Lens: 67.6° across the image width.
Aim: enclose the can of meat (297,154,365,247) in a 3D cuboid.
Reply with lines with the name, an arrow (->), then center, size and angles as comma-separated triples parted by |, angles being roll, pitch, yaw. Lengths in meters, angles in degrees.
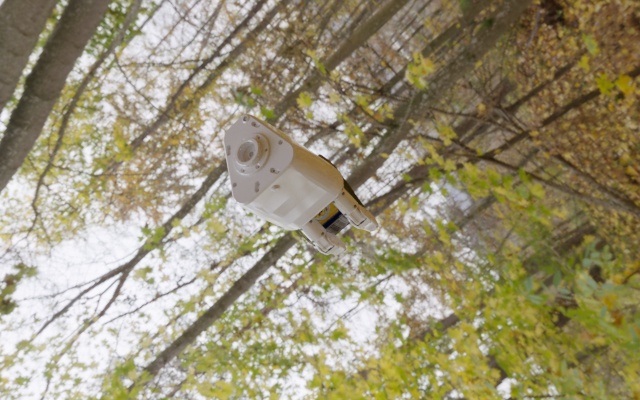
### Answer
can of meat -> 0.000, 0.002, 0.659 | 0.084, 0.102, 0.057 | -41, -29, 13
